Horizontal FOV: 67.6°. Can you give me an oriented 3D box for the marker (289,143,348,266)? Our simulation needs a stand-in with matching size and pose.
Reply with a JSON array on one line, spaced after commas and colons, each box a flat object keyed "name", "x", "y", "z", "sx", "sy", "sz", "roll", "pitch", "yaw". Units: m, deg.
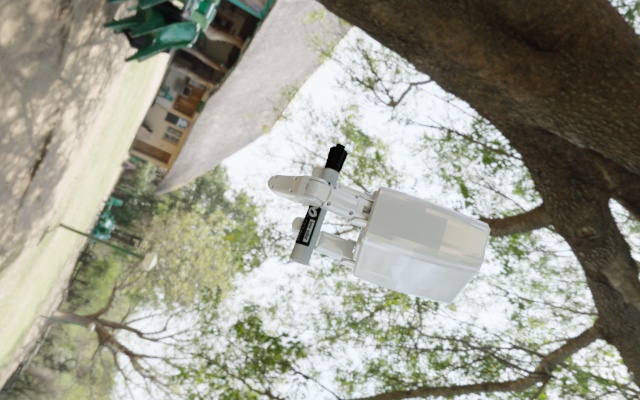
[{"name": "marker", "x": 0.000, "y": 0.001, "z": 0.450, "sx": 0.020, "sy": 0.121, "sz": 0.020, "roll": 19, "pitch": -14, "yaw": 5}]
